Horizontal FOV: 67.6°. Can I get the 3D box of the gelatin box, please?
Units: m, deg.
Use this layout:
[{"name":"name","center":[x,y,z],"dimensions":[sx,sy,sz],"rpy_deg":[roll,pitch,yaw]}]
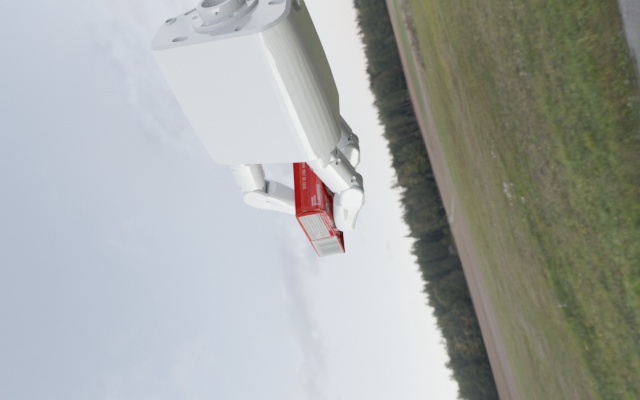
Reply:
[{"name":"gelatin box","center":[0.000,0.002,0.451],"dimensions":[0.030,0.073,0.089],"rpy_deg":[-10,-33,10]}]
